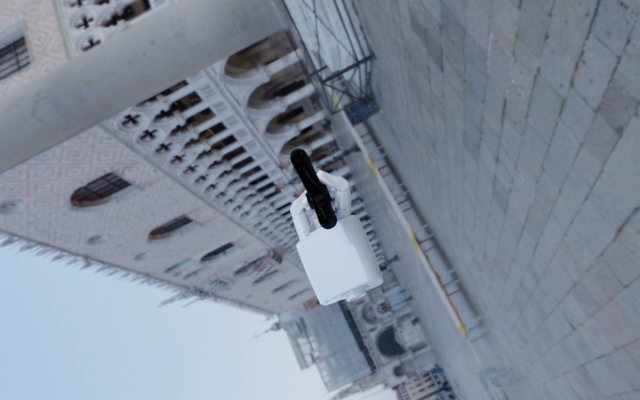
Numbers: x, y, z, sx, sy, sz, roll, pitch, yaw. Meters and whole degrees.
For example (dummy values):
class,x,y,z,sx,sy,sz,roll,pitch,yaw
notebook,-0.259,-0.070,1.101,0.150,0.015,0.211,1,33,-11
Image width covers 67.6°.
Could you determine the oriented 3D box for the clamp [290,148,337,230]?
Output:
class,x,y,z,sx,sy,sz,roll,pitch,yaw
clamp,0.000,0.003,0.714,0.039,0.120,0.171,-20,-19,5
